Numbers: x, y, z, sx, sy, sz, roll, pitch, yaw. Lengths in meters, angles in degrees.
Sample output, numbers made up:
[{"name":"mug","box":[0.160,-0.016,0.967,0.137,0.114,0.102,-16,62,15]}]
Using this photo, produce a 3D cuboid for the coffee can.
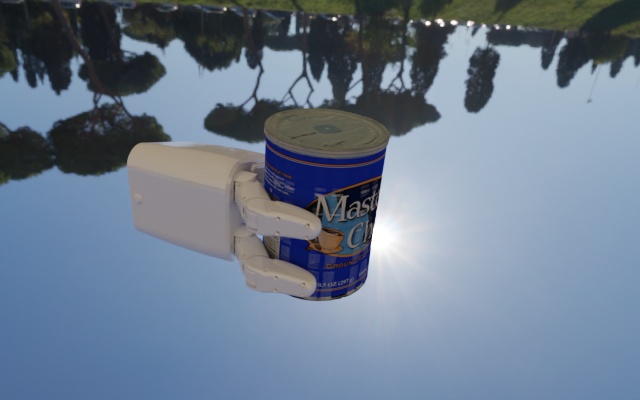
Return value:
[{"name":"coffee can","box":[0.000,0.001,0.422,0.103,0.140,0.102,4,27,-2]}]
